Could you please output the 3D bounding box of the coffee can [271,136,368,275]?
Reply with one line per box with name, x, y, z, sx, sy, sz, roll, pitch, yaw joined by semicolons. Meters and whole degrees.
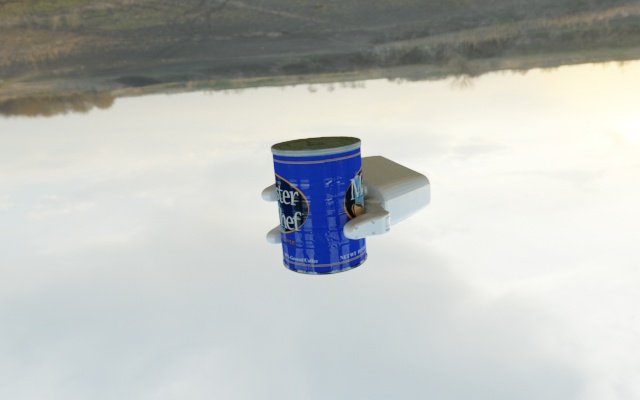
coffee can;0.000;0.002;0.555;0.103;0.140;0.102;-4;15;1
